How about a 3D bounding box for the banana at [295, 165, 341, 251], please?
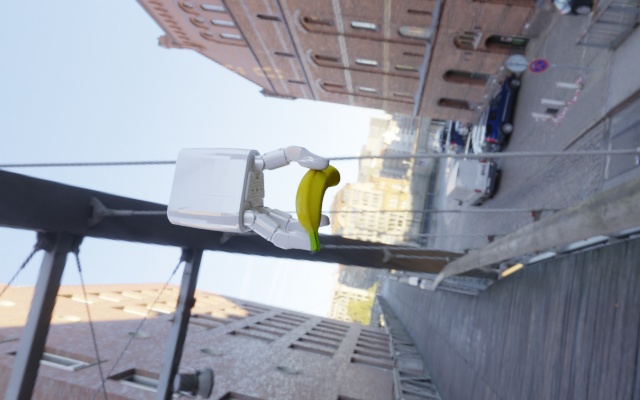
[{"bbox_3d":[-0.003,-0.013,0.650,0.037,0.070,0.197,-1,29,14],"label":"banana"}]
